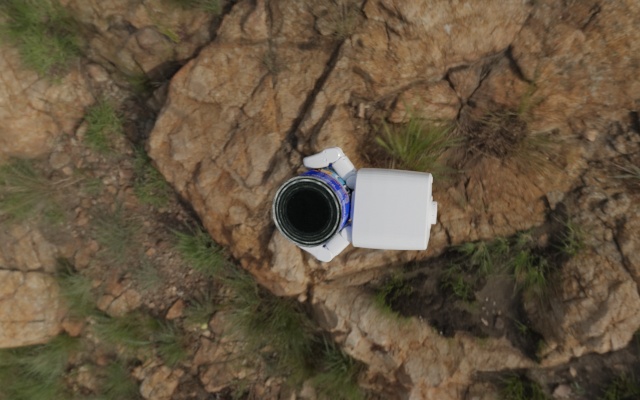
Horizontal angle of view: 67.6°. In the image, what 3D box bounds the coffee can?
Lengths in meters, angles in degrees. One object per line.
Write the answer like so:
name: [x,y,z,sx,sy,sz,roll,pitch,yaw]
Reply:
coffee can: [0.000,0.002,0.722,0.103,0.103,0.140,0,12,16]
